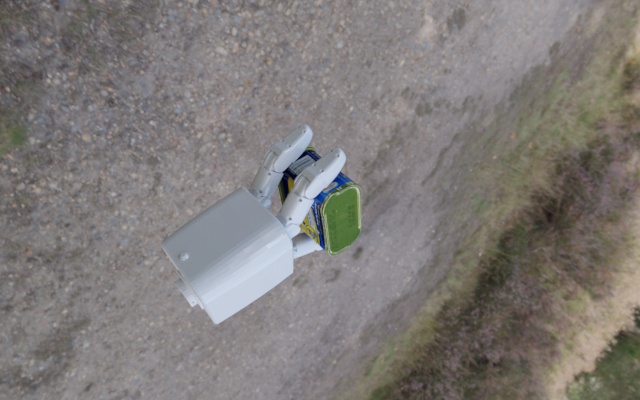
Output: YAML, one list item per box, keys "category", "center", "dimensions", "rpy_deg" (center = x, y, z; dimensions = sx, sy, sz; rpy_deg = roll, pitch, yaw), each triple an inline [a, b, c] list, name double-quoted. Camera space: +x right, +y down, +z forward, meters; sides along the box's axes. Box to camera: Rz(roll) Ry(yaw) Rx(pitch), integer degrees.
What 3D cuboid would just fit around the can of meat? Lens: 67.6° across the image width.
- category: "can of meat"
  center: [0.000, 0.002, 0.540]
  dimensions: [0.057, 0.102, 0.084]
  rpy_deg: [-32, 50, -22]
